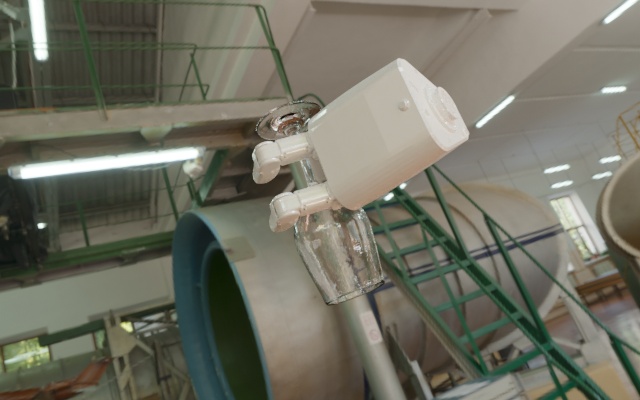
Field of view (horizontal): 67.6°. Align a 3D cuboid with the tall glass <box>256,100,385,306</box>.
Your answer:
[{"bbox_3d":[0.000,0.001,0.489,0.079,0.201,0.079,-19,-17,-6],"label":"tall glass"}]
